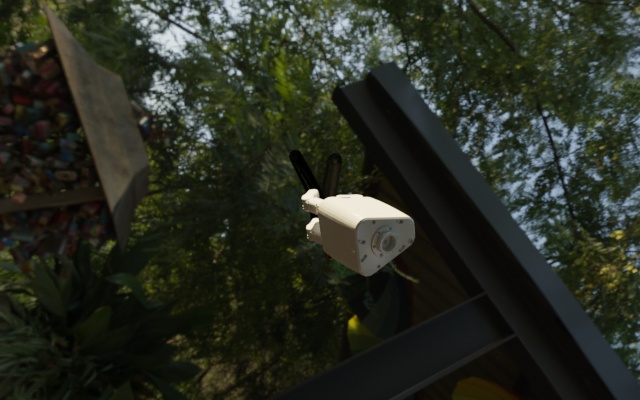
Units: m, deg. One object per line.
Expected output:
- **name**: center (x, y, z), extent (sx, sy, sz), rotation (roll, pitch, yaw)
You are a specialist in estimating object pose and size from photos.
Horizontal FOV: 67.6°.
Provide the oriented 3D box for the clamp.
- **clamp**: center (0.001, 0.003, 0.868), extent (0.036, 0.210, 0.164), rotation (-19, 23, -25)
